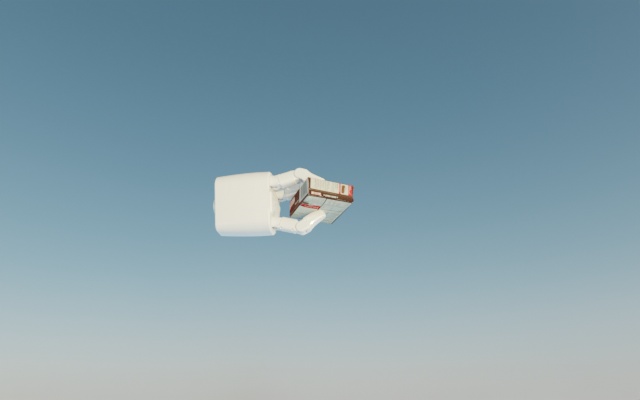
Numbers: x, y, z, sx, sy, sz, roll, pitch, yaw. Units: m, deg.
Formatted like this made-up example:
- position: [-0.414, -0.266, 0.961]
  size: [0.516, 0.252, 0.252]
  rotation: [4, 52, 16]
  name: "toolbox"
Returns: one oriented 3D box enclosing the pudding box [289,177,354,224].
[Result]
- position: [0.000, 0.003, 0.888]
  size: [0.090, 0.039, 0.113]
  rotation: [10, -25, -18]
  name: "pudding box"
